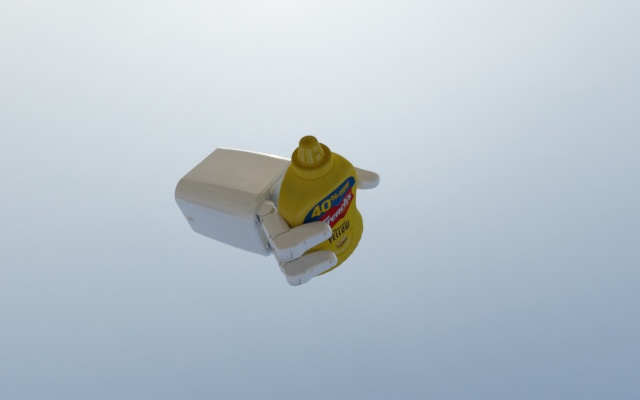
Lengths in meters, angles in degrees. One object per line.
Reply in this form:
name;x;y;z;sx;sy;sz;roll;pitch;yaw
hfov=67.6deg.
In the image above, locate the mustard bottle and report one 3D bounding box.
mustard bottle;0.000;0.002;0.526;0.096;0.192;0.058;-39;56;-20
